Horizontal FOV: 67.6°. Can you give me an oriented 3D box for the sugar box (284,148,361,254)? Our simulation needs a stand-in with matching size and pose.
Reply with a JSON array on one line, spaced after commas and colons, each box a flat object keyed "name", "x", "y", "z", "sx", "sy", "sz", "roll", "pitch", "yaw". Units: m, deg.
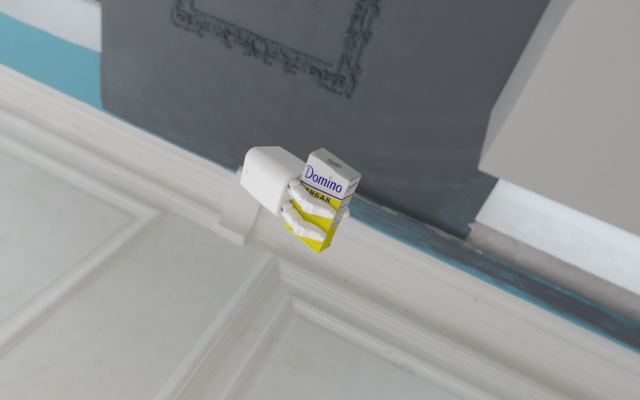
[{"name": "sugar box", "x": 0.000, "y": 0.003, "z": 0.870, "sx": 0.093, "sy": 0.176, "sz": 0.048, "roll": 37, "pitch": 40, "yaw": 21}]
